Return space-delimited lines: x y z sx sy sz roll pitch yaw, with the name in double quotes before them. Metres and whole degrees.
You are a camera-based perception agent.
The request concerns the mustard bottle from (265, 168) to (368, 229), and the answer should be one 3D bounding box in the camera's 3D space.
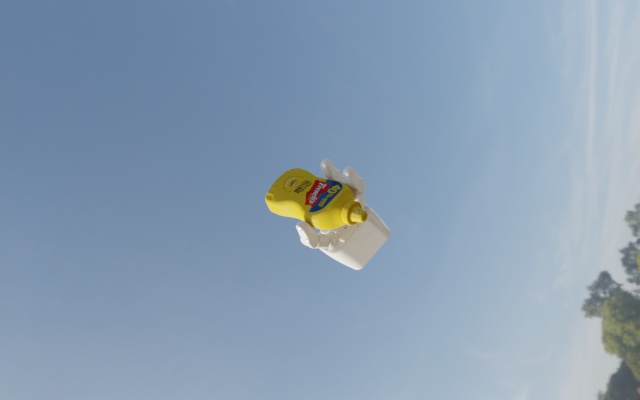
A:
"mustard bottle" 0.000 0.002 0.823 0.191 0.058 0.096 19 53 38
